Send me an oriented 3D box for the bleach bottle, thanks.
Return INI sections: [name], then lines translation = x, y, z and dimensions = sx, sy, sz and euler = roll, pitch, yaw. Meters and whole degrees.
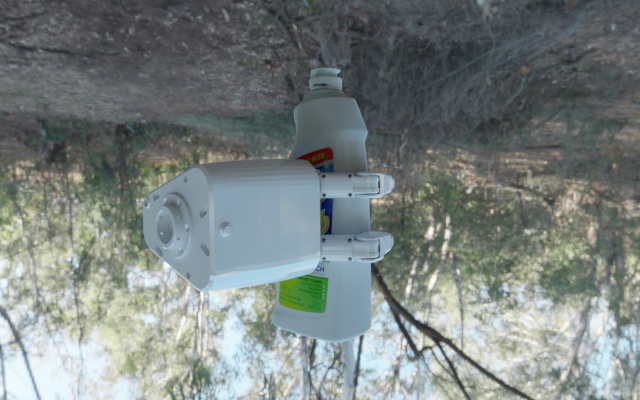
[bleach bottle]
translation = 0.000, 0.002, 0.467
dimensions = 0.102, 0.251, 0.068
euler = 2, 5, 43
